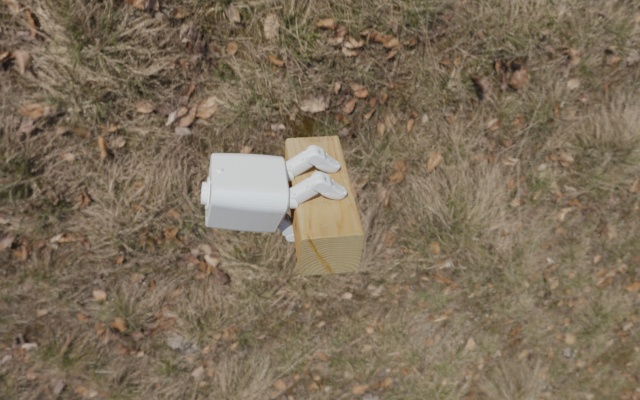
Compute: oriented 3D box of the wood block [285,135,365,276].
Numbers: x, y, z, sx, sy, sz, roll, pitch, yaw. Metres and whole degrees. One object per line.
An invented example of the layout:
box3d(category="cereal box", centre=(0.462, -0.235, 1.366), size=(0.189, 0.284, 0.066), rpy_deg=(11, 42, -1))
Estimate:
box3d(category="wood block", centre=(0.000, 0.003, 0.736), size=(0.090, 0.206, 0.091), rpy_deg=(-4, -41, -8))
